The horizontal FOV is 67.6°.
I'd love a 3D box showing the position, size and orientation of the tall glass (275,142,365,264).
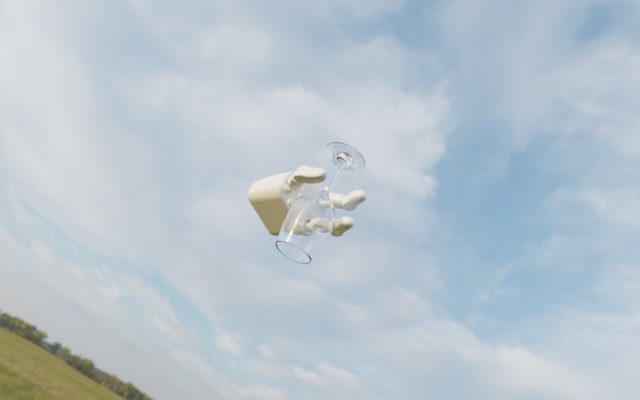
[{"bbox_3d":[0.000,0.002,0.775,0.079,0.201,0.079,22,-28,13],"label":"tall glass"}]
